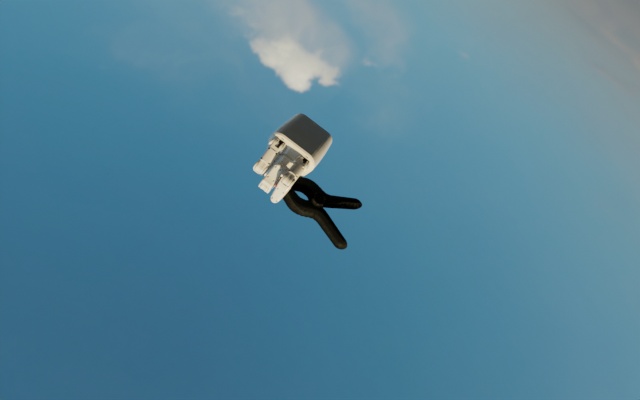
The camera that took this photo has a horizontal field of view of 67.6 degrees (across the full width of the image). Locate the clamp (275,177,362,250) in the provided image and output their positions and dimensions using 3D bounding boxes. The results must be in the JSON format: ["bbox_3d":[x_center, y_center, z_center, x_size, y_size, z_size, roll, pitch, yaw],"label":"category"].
[{"bbox_3d":[0.000,0.003,0.888,0.039,0.171,0.120,-48,5,42],"label":"clamp"}]
